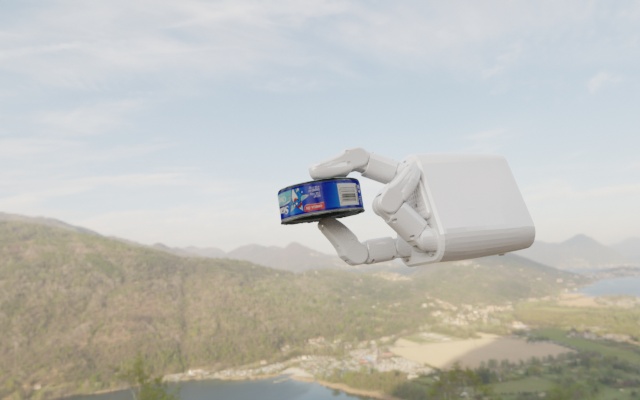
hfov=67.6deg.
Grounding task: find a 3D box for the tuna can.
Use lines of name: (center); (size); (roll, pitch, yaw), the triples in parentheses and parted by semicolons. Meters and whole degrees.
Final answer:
tuna can: (0.000, 0.001, 0.481); (0.086, 0.033, 0.086); (-9, -7, -1)
